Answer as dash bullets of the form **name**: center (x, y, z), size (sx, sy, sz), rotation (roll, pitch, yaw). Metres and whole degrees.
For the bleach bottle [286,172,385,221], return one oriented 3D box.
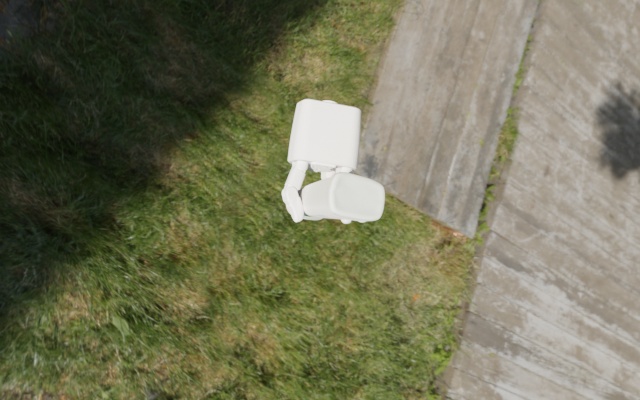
- **bleach bottle**: center (0.000, 0.003, 0.819), size (0.102, 0.068, 0.251), rotation (12, -9, -27)
